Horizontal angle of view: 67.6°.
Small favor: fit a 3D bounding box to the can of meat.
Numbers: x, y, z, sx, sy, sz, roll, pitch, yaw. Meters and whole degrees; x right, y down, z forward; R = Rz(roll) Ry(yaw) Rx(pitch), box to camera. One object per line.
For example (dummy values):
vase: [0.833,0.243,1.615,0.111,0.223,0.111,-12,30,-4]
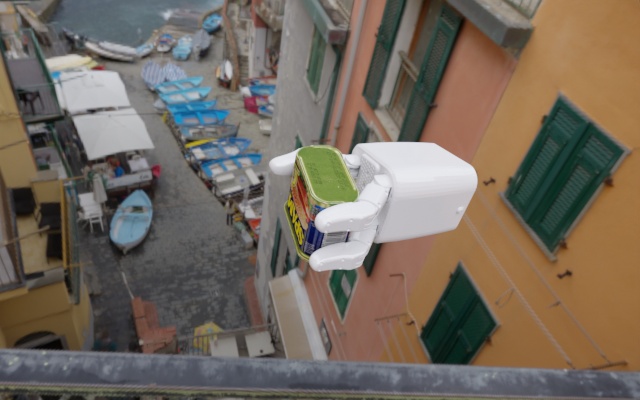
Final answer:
can of meat: [0.000,0.001,0.515,0.057,0.084,0.102,-3,43,-18]
